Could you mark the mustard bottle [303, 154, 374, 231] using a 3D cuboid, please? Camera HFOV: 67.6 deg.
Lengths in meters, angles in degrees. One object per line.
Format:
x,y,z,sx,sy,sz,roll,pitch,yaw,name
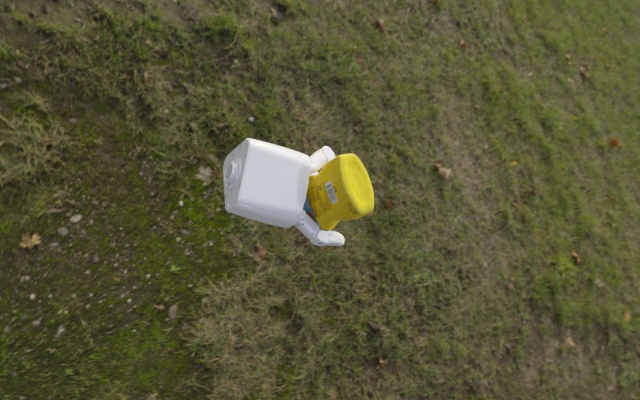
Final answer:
0.001,0.002,0.771,0.058,0.096,0.192,-13,-10,-40,mustard bottle
